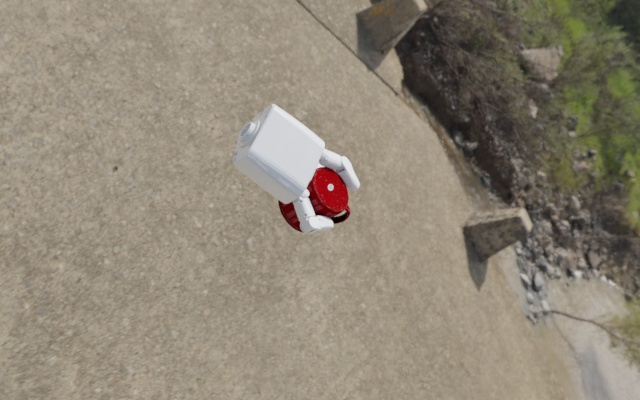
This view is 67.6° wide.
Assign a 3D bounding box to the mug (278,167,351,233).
[{"bbox_3d":[0.001,0.003,0.789,0.117,0.093,0.081,36,-44,-27],"label":"mug"}]
